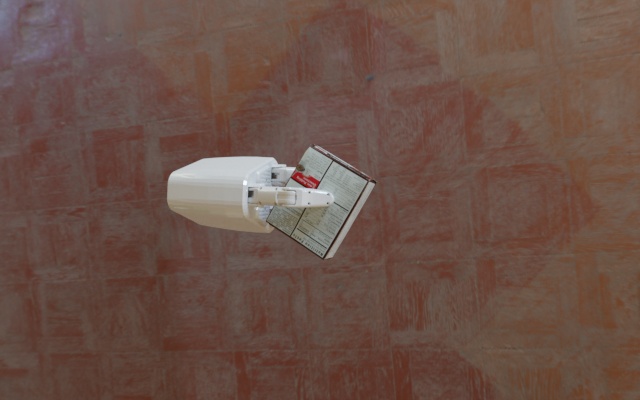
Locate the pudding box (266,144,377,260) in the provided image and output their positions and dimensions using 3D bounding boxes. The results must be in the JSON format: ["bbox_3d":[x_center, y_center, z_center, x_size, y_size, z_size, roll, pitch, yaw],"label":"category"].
[{"bbox_3d":[0.000,0.002,0.575,0.090,0.113,0.039,32,10,15],"label":"pudding box"}]
